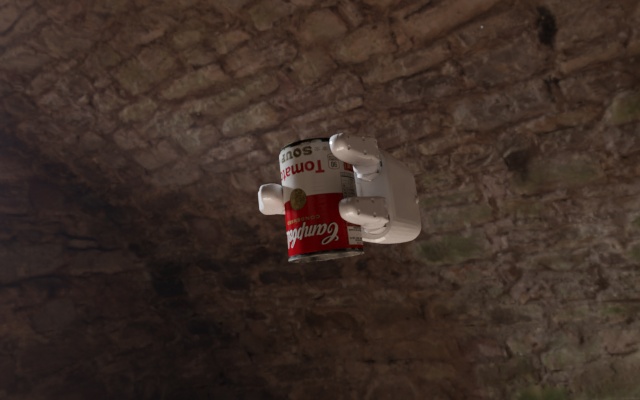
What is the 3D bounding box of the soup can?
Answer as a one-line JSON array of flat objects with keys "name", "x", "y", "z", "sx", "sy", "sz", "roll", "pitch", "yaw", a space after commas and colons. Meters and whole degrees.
[{"name": "soup can", "x": 0.000, "y": 0.001, "z": 0.434, "sx": 0.068, "sy": 0.102, "sz": 0.068, "roll": -6, "pitch": -10, "yaw": -1}]
